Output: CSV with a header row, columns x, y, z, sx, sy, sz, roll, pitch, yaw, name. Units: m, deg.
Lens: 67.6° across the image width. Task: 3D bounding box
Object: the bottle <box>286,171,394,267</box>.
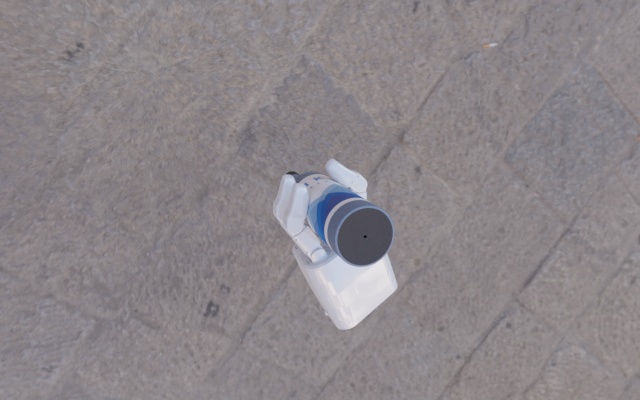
x,y,z,sx,sy,sz,roll,pitch,yaw,name
0.000,0.002,0.622,0.069,0.069,0.295,0,14,-19,bottle
